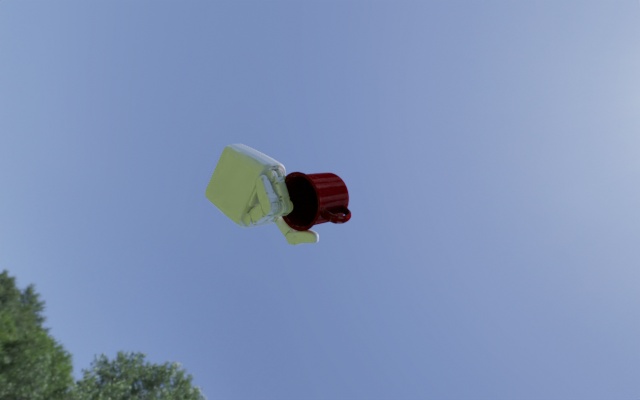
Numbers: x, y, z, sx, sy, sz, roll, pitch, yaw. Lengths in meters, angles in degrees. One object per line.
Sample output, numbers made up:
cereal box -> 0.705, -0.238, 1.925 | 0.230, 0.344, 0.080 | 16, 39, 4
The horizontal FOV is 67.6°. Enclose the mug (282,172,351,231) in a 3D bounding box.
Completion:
mug -> 0.001, 0.003, 0.760 | 0.117, 0.093, 0.081 | 30, 26, 35
